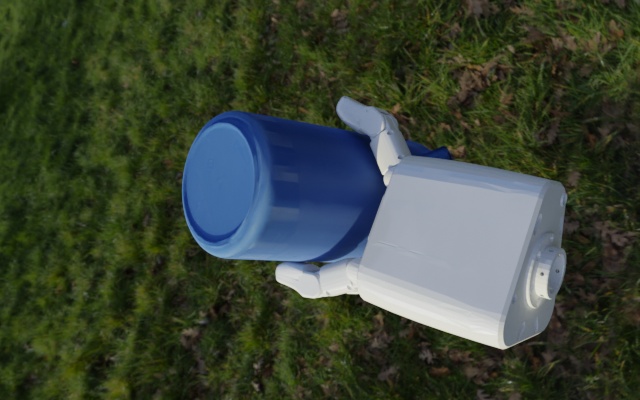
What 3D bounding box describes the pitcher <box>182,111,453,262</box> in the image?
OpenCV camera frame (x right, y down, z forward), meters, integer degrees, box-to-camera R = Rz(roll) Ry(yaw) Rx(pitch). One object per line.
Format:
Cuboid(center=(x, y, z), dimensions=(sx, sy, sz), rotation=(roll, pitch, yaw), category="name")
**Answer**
Cuboid(center=(0.000, 0.001, 0.434), dimensions=(0.145, 0.149, 0.243), rotation=(17, 8, 42), category="pitcher")
